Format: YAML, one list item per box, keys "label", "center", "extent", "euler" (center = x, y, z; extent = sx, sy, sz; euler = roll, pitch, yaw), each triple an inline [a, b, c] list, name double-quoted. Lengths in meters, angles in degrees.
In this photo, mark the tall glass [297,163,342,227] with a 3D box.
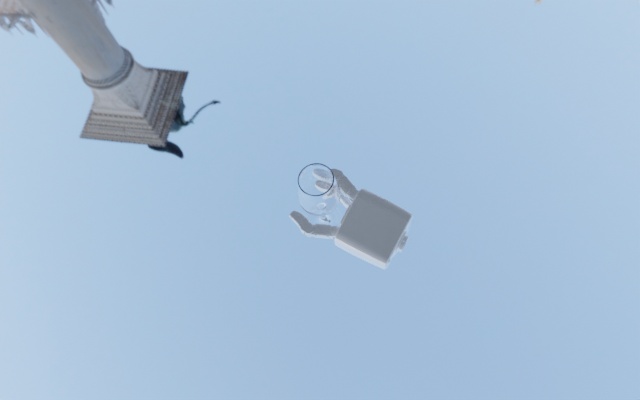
- label: "tall glass"
  center: [0.000, 0.003, 0.890]
  extent: [0.079, 0.079, 0.201]
  euler: [0, -23, 5]
